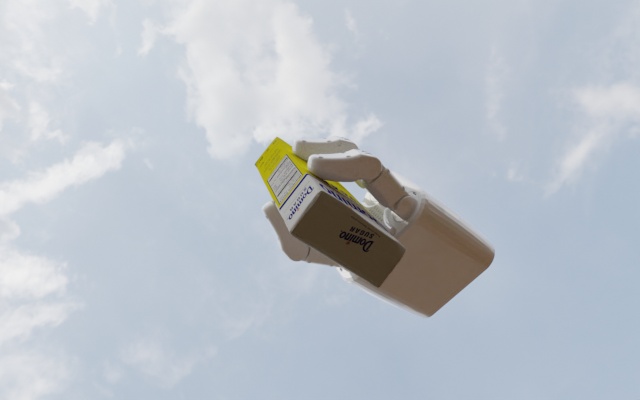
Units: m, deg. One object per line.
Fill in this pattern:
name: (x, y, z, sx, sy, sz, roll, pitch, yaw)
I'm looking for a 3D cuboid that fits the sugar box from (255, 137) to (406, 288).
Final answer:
sugar box: (0.000, 0.001, 0.429, 0.093, 0.048, 0.176, 34, 5, -25)
